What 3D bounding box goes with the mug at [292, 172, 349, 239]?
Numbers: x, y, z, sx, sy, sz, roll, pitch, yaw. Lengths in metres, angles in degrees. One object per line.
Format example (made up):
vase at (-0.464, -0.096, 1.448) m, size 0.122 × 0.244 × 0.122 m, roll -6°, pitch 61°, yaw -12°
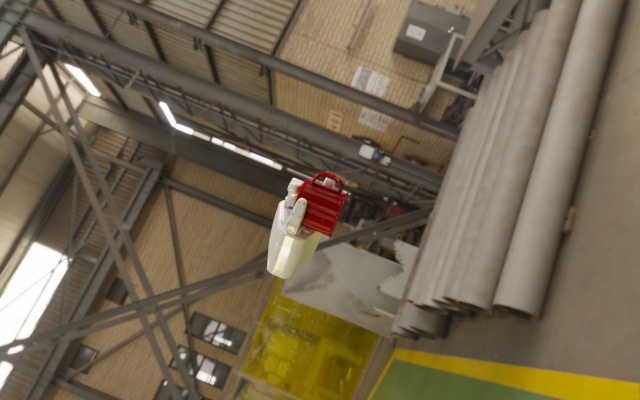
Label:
mug at (0.000, 0.002, 0.854) m, size 0.081 × 0.117 × 0.093 m, roll 22°, pitch 31°, yaw 3°
